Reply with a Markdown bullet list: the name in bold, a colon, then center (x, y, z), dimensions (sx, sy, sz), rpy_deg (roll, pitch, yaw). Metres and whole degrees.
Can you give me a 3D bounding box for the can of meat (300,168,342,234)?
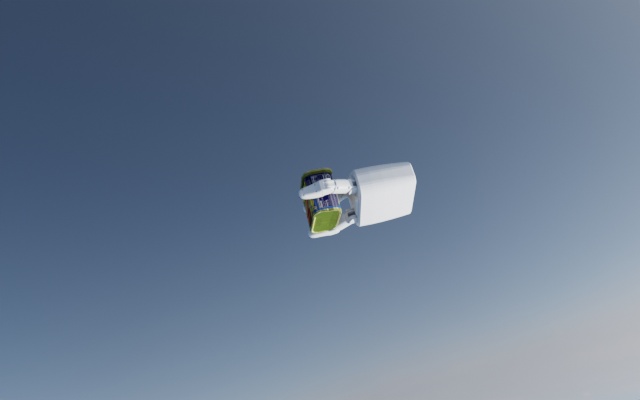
- **can of meat**: center (0.000, 0.003, 0.874), dimensions (0.057, 0.084, 0.102), rpy_deg (-10, -25, -11)
